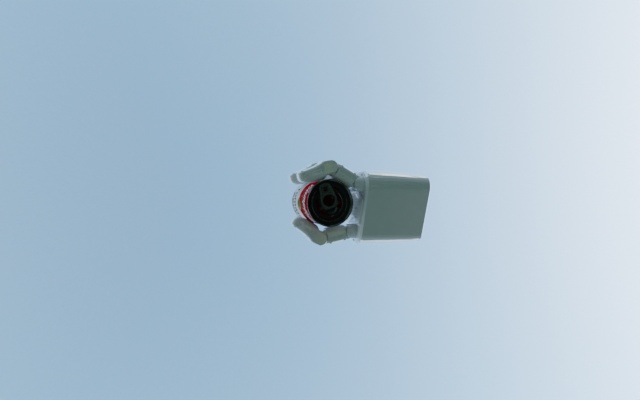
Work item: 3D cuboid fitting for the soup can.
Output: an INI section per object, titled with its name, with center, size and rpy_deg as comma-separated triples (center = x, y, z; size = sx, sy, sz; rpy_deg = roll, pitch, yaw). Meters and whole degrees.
[soup can]
center = 0.000, 0.002, 0.717
size = 0.068, 0.068, 0.102
rpy_deg = 0, 1, -16
